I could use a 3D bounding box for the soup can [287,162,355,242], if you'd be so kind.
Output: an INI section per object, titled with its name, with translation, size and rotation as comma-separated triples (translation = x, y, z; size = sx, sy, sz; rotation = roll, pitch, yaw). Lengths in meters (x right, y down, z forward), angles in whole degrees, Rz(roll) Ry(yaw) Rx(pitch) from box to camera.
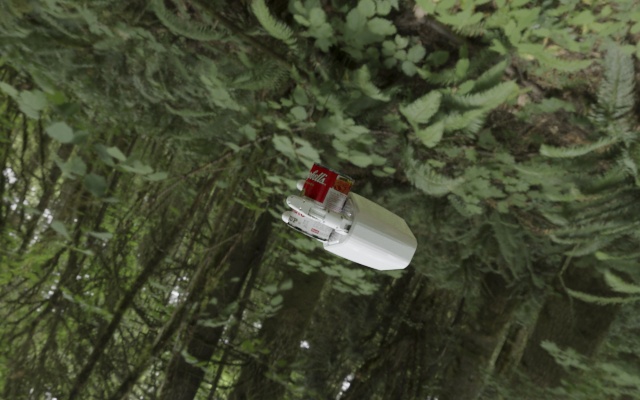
[soup can]
translation = 0.000, 0.002, 0.718
size = 0.068, 0.102, 0.068
rotation = 25, 0, 0
